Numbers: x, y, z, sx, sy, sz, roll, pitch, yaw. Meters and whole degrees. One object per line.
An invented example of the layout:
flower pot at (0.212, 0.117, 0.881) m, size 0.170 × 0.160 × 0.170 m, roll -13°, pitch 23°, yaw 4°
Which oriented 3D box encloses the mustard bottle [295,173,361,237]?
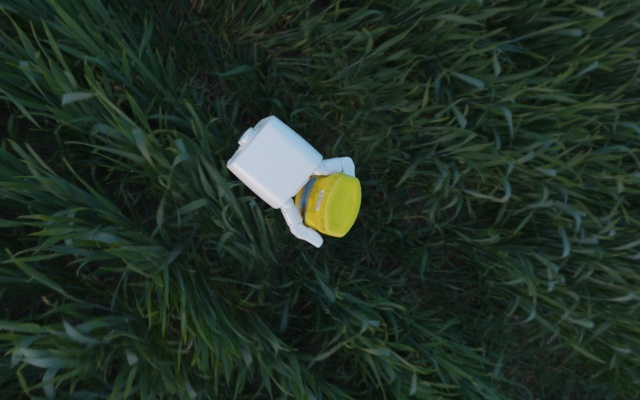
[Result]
mustard bottle at (0.001, 0.003, 0.802) m, size 0.058 × 0.096 × 0.191 m, roll 15°, pitch -2°, yaw -21°
